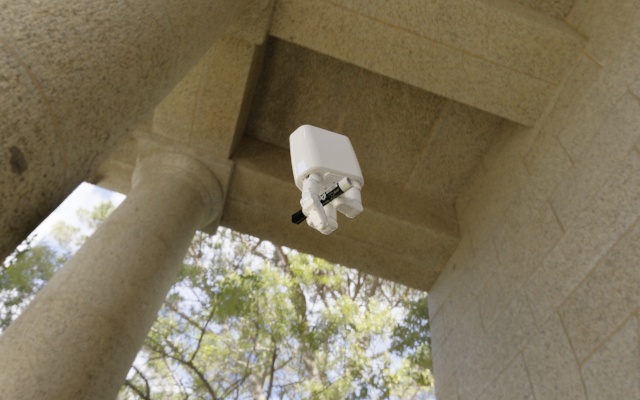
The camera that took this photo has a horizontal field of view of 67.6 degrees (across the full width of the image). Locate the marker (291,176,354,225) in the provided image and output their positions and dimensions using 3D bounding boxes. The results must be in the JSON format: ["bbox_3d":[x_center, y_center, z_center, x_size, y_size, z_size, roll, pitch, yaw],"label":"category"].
[{"bbox_3d":[0.000,0.002,0.735,0.121,0.020,0.020,-35,-18,28],"label":"marker"}]
